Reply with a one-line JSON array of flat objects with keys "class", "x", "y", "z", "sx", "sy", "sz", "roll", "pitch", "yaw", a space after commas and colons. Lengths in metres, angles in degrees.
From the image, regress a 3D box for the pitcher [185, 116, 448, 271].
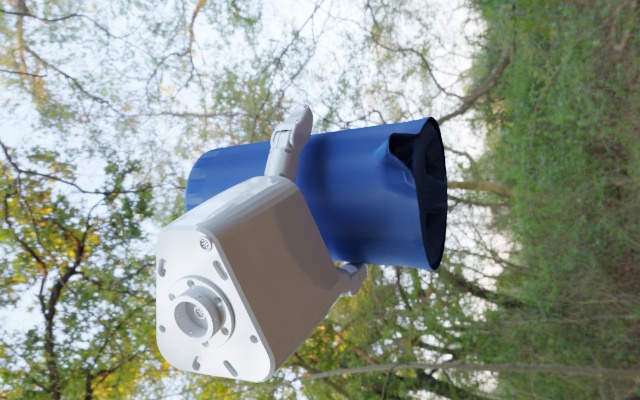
[{"class": "pitcher", "x": 0.000, "y": 0.002, "z": 0.470, "sx": 0.243, "sy": 0.149, "sz": 0.145, "roll": -1, "pitch": 19, "yaw": 25}]
